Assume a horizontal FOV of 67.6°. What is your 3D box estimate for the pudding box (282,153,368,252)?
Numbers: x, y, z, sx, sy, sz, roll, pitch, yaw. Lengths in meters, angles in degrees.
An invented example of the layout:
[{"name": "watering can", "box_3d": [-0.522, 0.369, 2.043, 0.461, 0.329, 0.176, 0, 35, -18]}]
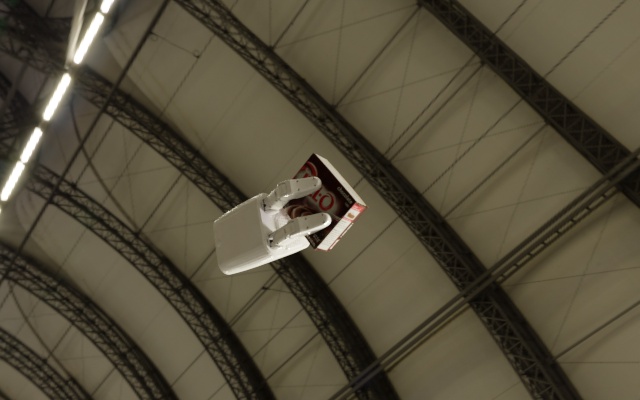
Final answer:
[{"name": "pudding box", "box_3d": [0.000, 0.002, 0.670, 0.039, 0.090, 0.113, 17, 27, -53]}]
